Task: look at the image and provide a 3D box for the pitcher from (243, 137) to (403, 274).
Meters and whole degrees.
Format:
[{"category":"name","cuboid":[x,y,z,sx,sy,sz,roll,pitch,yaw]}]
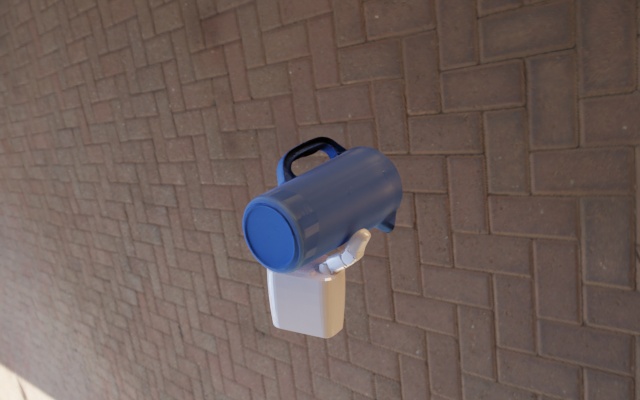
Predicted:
[{"category":"pitcher","cuboid":[0.000,0.002,0.698,0.149,0.145,0.242,17,27,33]}]
